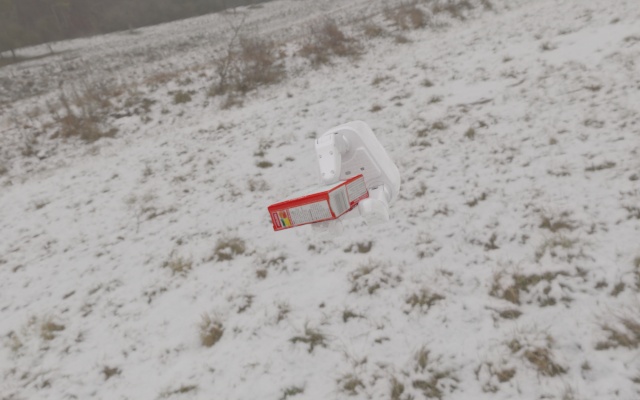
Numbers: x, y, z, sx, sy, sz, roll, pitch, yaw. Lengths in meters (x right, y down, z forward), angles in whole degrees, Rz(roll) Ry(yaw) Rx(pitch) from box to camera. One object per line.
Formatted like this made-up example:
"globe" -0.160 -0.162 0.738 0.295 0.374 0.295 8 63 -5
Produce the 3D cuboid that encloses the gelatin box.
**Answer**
"gelatin box" 0.000 0.001 0.494 0.073 0.030 0.089 -13 8 30
